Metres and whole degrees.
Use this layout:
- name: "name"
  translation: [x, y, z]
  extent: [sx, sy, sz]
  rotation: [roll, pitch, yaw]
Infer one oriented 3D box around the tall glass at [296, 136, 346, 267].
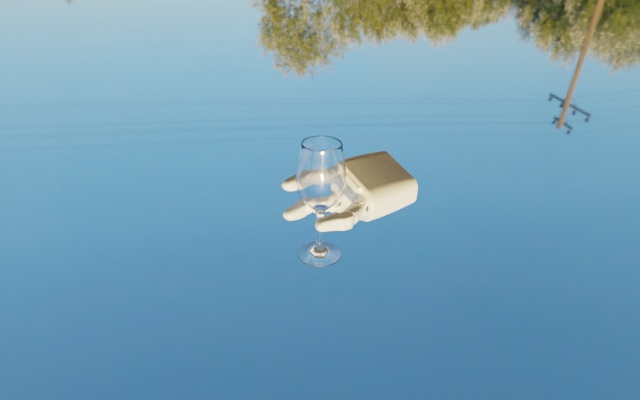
- name: "tall glass"
  translation: [0.000, 0.003, 0.752]
  extent: [0.079, 0.201, 0.079]
  rotation: [1, 29, 0]
